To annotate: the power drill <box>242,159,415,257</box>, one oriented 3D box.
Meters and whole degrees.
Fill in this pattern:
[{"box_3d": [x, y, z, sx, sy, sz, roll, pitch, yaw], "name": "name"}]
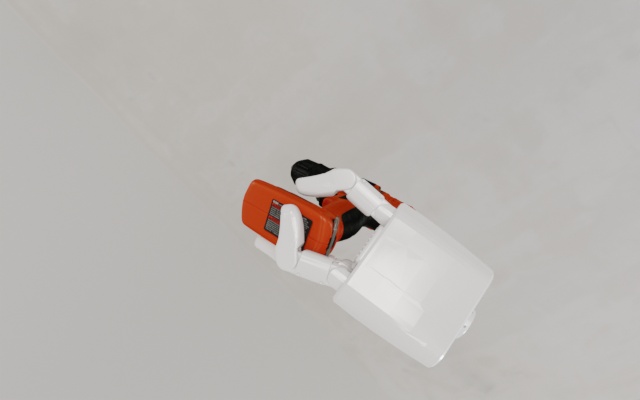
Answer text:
[{"box_3d": [0.000, 0.002, 0.544, 0.184, 0.057, 0.187, 26, 22, 28], "name": "power drill"}]
